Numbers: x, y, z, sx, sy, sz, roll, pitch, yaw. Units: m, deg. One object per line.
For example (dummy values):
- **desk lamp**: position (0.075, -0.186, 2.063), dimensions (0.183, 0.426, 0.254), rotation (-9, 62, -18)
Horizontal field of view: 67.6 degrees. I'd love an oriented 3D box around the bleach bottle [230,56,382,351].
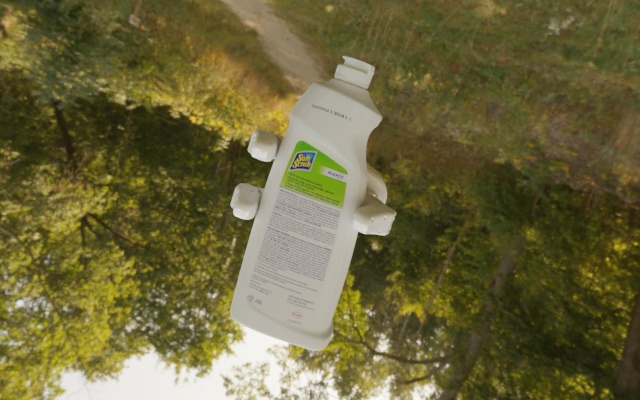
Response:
- **bleach bottle**: position (0.000, 0.001, 0.428), dimensions (0.102, 0.251, 0.068), rotation (19, 12, 0)
